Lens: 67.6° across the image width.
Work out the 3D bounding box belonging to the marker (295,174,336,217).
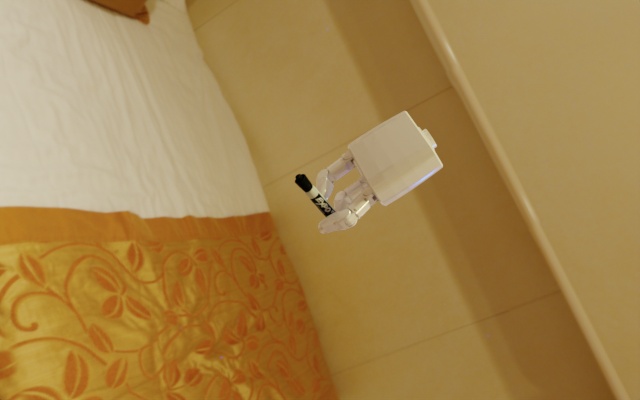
[{"bbox_3d":[0.000,0.002,0.715,0.020,0.020,0.121,0,-38,43],"label":"marker"}]
